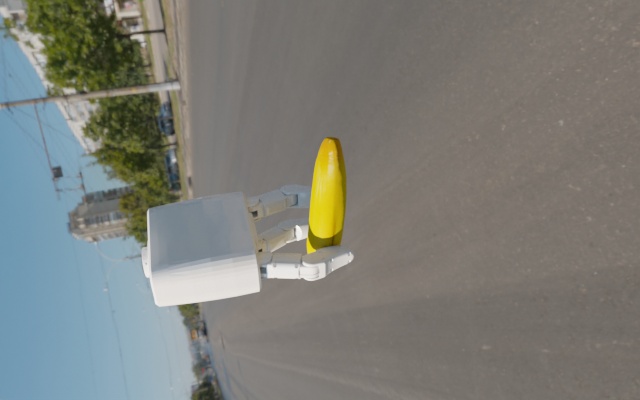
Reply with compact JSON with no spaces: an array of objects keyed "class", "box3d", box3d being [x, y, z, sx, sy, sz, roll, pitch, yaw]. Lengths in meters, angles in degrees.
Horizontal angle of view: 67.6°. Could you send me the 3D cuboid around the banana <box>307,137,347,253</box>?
[{"class":"banana","box3d":[0.003,0.019,0.523,0.037,0.069,0.198,-6,-34,-10]}]
